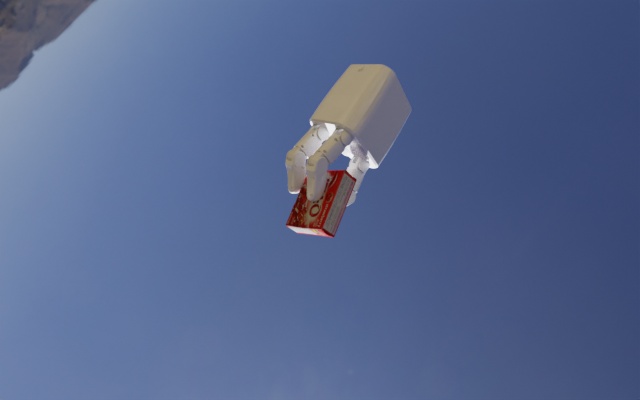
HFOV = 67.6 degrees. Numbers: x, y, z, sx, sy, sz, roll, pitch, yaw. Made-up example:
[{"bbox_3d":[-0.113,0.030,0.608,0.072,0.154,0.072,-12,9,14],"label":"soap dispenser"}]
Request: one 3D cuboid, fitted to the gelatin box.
[{"bbox_3d":[0.000,0.003,0.643,0.073,0.089,0.030,3,-25,47],"label":"gelatin box"}]
